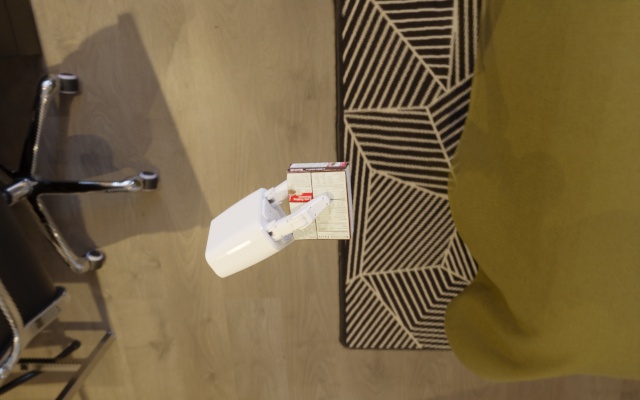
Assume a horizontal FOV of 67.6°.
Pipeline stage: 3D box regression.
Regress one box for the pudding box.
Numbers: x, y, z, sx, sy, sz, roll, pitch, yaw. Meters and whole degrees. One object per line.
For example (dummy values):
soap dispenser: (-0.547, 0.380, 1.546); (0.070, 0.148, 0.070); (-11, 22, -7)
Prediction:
pudding box: (0.000, 0.002, 0.699); (0.090, 0.113, 0.039); (-2, 23, 9)
